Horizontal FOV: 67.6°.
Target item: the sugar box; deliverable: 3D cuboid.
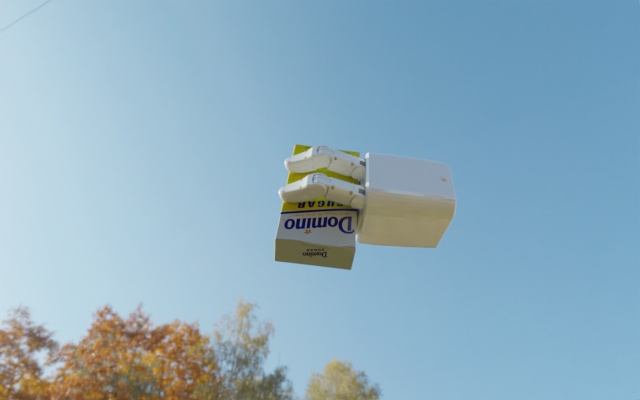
[{"bbox_3d":[0.000,0.001,0.599,0.093,0.048,0.176,6,41,0],"label":"sugar box"}]
